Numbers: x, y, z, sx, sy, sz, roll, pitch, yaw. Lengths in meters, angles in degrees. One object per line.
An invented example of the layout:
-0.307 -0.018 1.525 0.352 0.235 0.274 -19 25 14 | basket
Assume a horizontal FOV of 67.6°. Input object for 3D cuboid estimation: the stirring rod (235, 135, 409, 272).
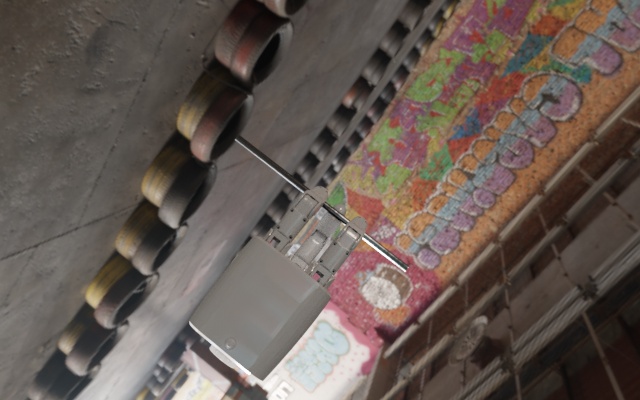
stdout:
0.000 0.002 0.534 0.239 0.011 0.011 38 4 5 | stirring rod
